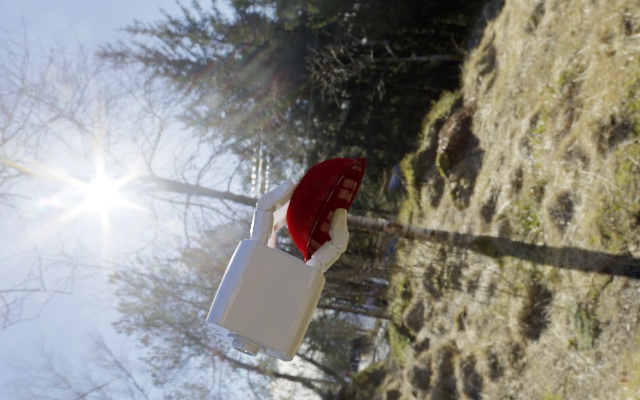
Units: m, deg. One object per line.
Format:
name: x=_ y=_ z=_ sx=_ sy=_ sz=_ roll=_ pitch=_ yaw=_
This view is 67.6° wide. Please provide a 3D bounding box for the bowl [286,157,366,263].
bowl: x=0.000 y=0.001 z=0.650 sx=0.055 sy=0.162 sz=0.162 roll=29 pitch=7 yaw=13
